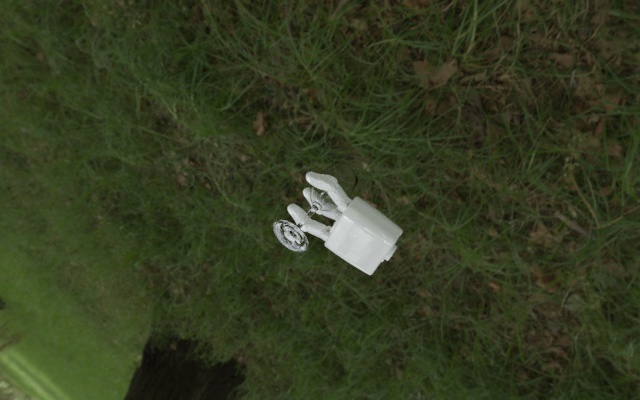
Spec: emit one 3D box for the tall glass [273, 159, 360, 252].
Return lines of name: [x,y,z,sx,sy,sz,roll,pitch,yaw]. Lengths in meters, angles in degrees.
tall glass: [0.000,0.003,0.895,0.079,0.079,0.201,0,38,42]
